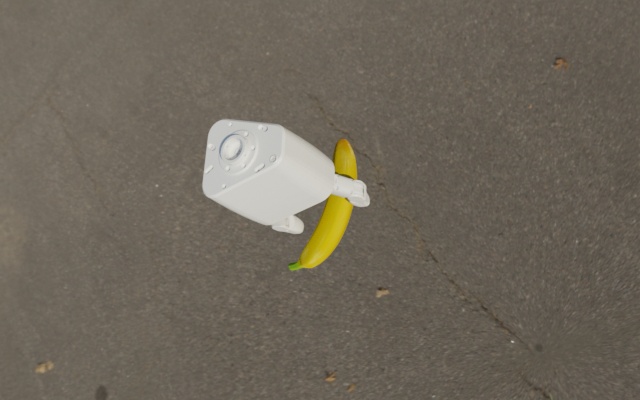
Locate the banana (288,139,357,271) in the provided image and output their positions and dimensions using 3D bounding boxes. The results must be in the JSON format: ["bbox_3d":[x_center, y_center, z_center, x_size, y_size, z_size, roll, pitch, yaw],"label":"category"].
[{"bbox_3d":[0.013,0.010,0.644,0.069,0.198,0.037,20,-5,38],"label":"banana"}]
